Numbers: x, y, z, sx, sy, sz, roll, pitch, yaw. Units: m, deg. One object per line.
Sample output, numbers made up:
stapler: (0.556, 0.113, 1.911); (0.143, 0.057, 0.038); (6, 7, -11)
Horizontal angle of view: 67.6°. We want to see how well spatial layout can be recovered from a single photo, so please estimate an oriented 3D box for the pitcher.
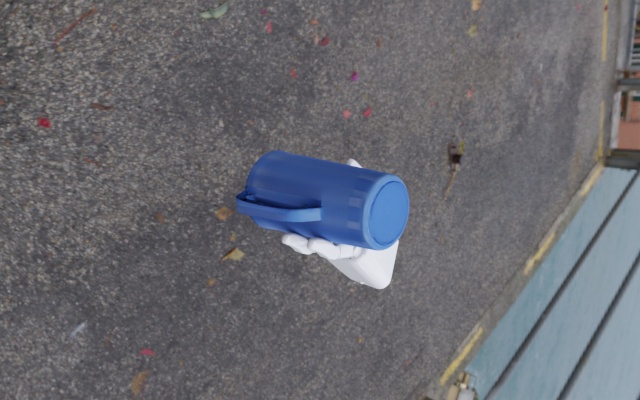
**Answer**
pitcher: (0.000, 0.002, 0.723); (0.243, 0.149, 0.145); (12, -27, 42)
